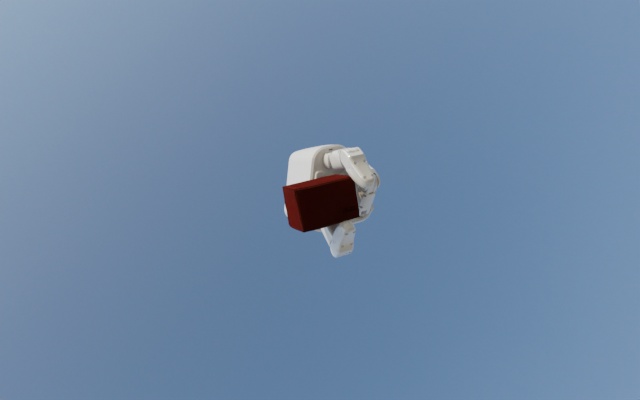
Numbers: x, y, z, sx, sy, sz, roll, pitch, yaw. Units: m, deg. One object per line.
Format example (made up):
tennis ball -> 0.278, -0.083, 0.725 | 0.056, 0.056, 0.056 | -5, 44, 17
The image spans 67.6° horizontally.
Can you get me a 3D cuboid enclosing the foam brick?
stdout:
foam brick -> 0.000, 0.002, 0.579 | 0.078, 0.053, 0.051 | -14, 11, -22
